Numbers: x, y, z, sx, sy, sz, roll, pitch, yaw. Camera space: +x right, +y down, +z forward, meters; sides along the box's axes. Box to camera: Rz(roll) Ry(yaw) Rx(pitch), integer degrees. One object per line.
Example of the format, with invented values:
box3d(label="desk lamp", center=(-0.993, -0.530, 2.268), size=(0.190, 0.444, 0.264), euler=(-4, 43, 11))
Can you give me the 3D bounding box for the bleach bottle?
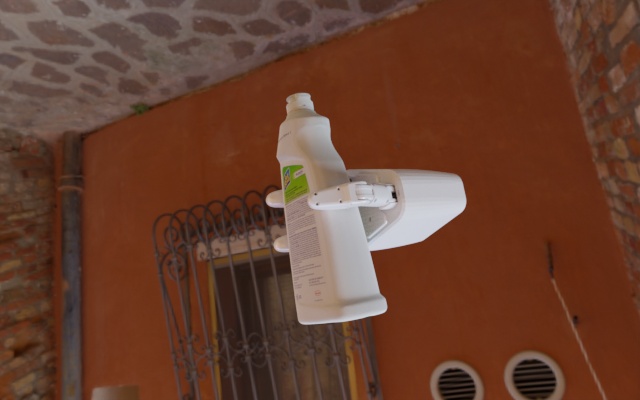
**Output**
box3d(label="bleach bottle", center=(0.000, 0.002, 0.519), size=(0.068, 0.250, 0.102), euler=(-2, -13, -36))
